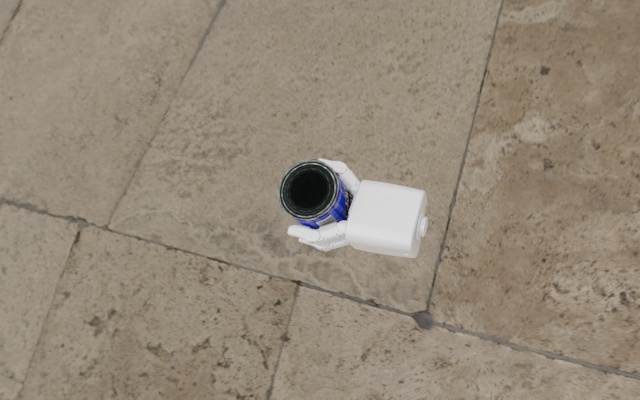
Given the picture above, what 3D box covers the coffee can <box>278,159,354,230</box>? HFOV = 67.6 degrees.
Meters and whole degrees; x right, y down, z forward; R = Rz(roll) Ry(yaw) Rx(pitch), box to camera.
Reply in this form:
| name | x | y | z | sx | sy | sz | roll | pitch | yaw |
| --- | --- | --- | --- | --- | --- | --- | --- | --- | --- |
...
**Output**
| name | x | y | z | sx | sy | sz | roll | pitch | yaw |
| --- | --- | --- | --- | --- | --- | --- | --- | --- | --- |
| coffee can | 0.000 | 0.003 | 0.815 | 0.103 | 0.102 | 0.140 | 0 | -17 | 18 |
